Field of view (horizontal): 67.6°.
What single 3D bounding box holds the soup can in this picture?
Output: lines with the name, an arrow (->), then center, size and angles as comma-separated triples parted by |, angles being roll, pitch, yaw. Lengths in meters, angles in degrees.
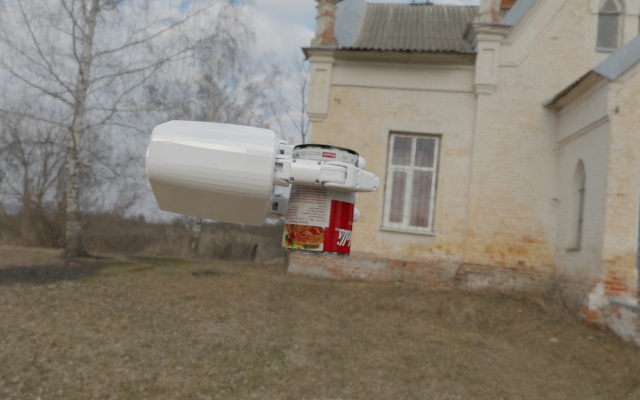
soup can -> 0.001, 0.001, 0.466 | 0.068, 0.102, 0.068 | 6, -5, 1
